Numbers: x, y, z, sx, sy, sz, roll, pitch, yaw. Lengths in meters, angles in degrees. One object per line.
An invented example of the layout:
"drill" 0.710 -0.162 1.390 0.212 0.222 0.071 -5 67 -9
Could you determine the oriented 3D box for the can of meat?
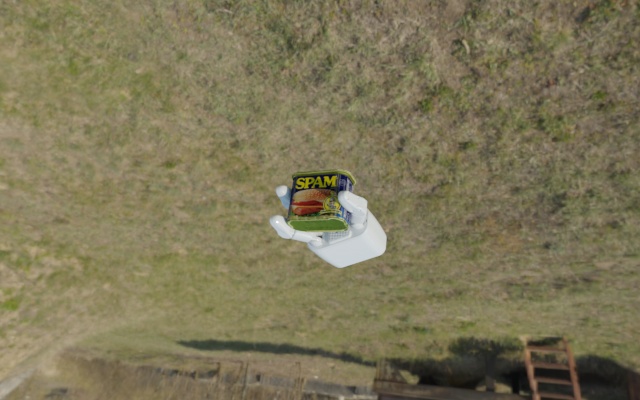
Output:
"can of meat" 0.000 0.003 0.753 0.102 0.084 0.057 -3 -26 22
